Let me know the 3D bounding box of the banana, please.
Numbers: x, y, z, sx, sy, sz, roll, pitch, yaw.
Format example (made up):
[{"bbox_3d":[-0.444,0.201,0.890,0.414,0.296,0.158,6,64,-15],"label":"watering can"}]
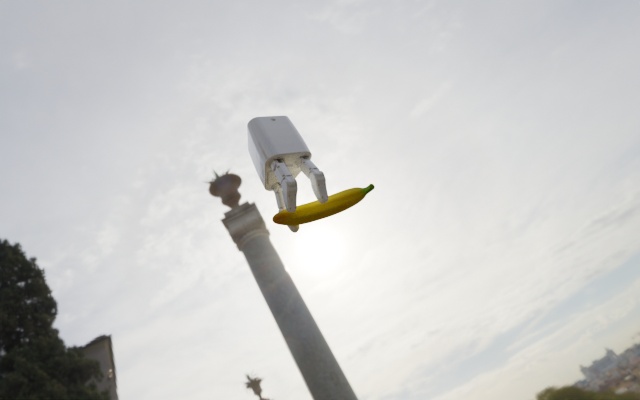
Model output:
[{"bbox_3d":[0.003,0.010,0.895,0.198,0.037,0.070,-20,-24,-10],"label":"banana"}]
